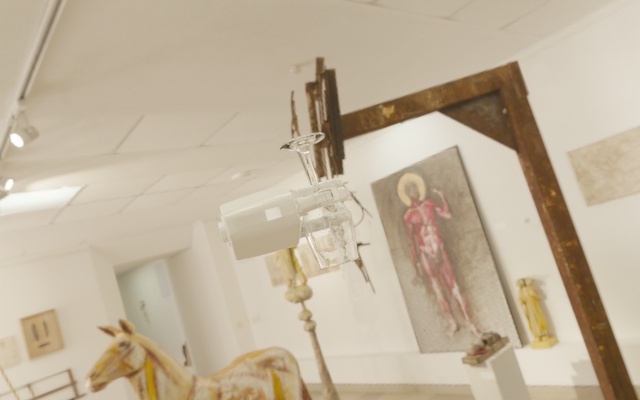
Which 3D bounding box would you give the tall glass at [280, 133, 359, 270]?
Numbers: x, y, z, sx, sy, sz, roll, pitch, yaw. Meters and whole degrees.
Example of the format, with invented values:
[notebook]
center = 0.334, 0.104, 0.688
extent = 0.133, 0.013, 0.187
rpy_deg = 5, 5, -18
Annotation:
[tall glass]
center = 0.000, 0.002, 0.740
extent = 0.079, 0.201, 0.079
rpy_deg = -17, -6, -2
